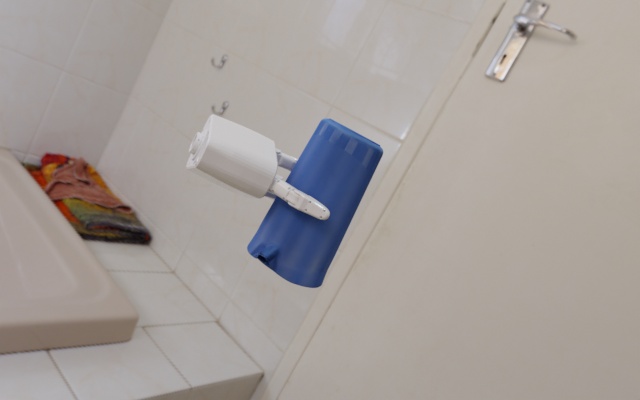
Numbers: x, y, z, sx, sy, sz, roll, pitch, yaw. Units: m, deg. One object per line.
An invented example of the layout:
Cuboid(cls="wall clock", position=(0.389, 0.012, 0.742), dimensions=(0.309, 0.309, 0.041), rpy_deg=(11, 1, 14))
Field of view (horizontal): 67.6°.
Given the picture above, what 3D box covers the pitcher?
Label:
Cuboid(cls="pitcher", position=(0.000, 0.002, 0.750), dimensions=(0.145, 0.243, 0.149), rpy_deg=(25, 10, -20))
